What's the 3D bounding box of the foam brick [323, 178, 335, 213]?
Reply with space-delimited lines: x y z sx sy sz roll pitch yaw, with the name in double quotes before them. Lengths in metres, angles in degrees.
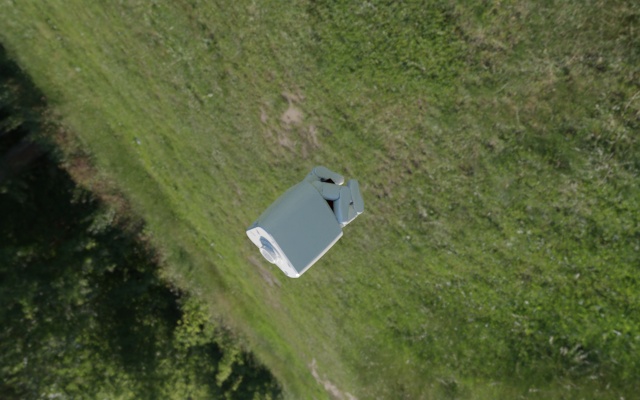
"foam brick" 0.000 0.003 0.817 0.051 0.053 0.078 -44 10 -24
